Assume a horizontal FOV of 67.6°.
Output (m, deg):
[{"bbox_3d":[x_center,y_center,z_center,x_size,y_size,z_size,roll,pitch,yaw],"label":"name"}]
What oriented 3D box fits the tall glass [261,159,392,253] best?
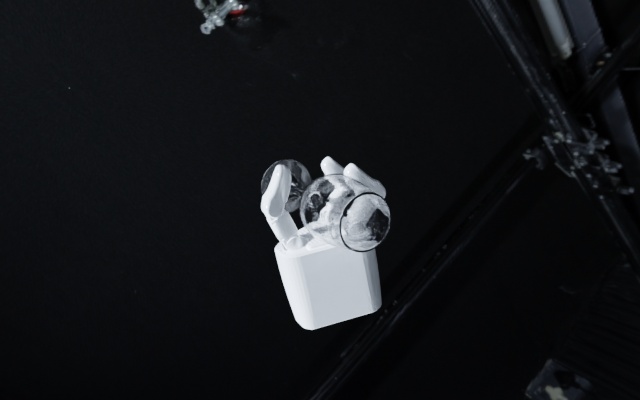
[{"bbox_3d":[0.000,0.002,0.557,0.079,0.079,0.201,0,12,-28],"label":"tall glass"}]
